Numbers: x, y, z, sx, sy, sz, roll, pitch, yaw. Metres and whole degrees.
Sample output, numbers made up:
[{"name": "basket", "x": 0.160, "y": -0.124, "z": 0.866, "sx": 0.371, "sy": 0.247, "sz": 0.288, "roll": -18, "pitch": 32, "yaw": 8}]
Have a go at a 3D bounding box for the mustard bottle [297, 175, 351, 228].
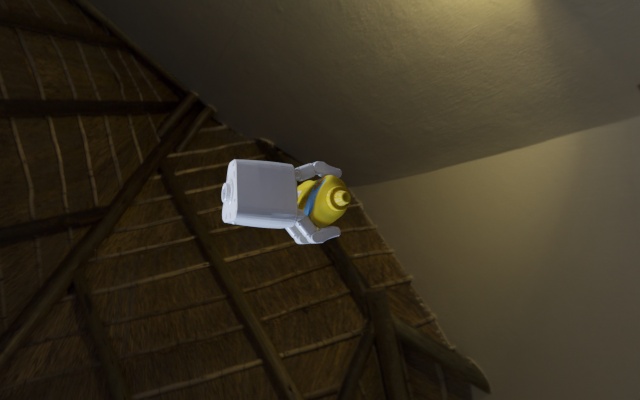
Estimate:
[{"name": "mustard bottle", "x": 0.000, "y": 0.003, "z": 0.852, "sx": 0.058, "sy": 0.096, "sz": 0.191, "roll": 31, "pitch": -17, "yaw": -19}]
